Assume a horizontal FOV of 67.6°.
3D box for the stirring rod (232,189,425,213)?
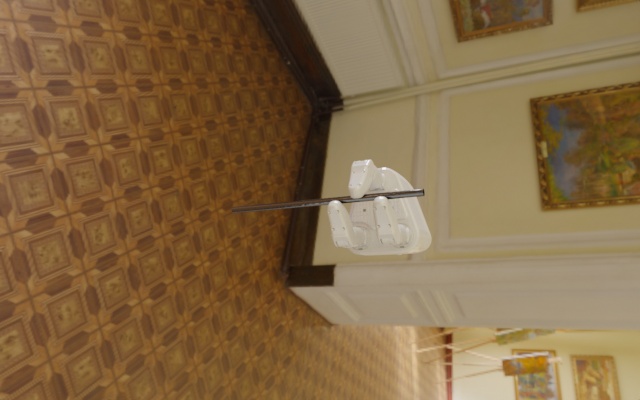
[{"bbox_3d":[0.000,0.002,0.556,0.239,0.011,0.011,-5,-2,23],"label":"stirring rod"}]
